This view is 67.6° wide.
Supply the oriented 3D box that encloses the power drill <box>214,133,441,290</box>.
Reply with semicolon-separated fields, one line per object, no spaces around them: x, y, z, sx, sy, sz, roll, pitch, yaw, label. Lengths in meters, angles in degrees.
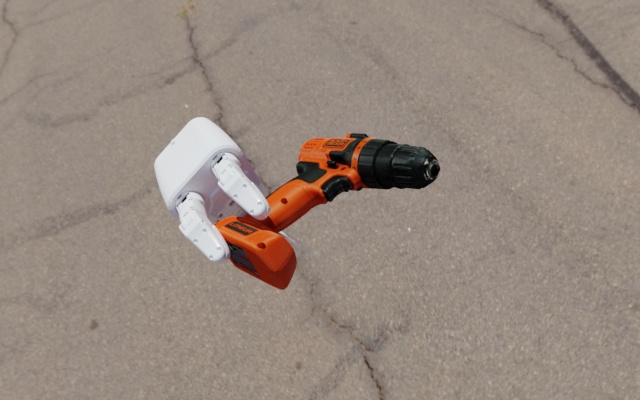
0.000;0.002;0.469;0.187;0.057;0.184;-41;29;-27;power drill
